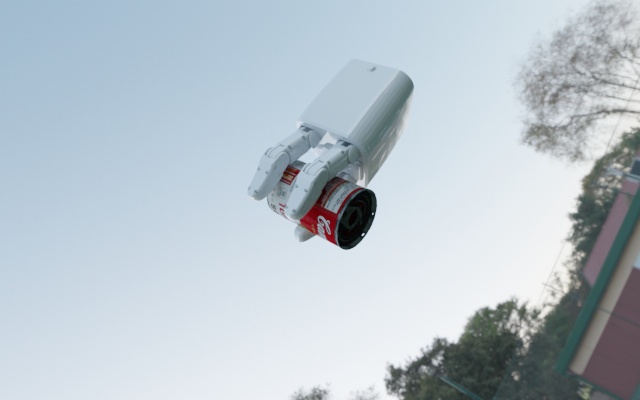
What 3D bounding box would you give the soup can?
[{"bbox_3d":[0.000,0.002,0.515,0.102,0.068,0.068,26,14,33],"label":"soup can"}]
